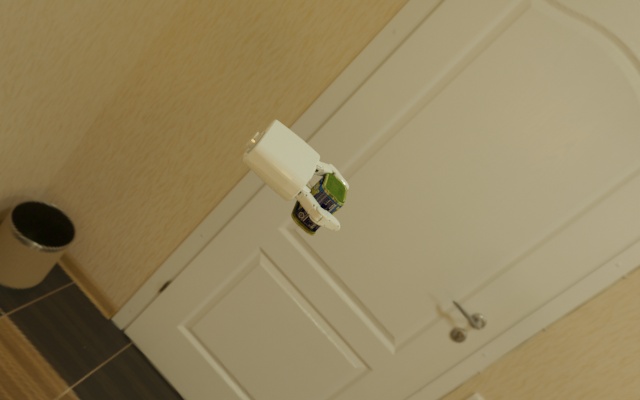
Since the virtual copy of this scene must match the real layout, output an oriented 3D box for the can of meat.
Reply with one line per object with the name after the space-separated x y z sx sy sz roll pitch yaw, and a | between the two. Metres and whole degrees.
0.000 0.003 0.864 0.084 0.057 0.102 -44 11 20 | can of meat
